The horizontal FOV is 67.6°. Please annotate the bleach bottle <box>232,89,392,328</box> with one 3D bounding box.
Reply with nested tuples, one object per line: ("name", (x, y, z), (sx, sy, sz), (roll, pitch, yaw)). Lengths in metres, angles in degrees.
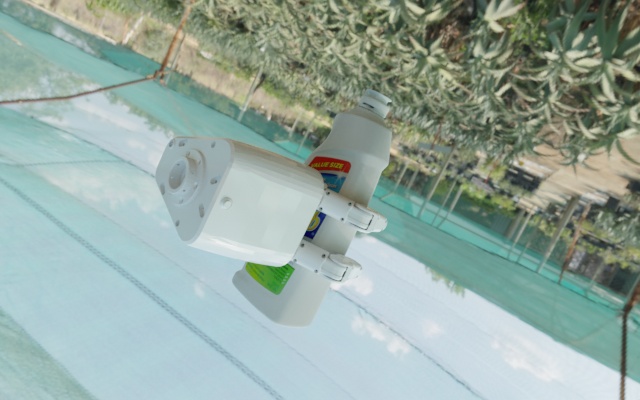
("bleach bottle", (0.000, 0.002, 0.504), (0.068, 0.251, 0.102), (19, 9, -46))
